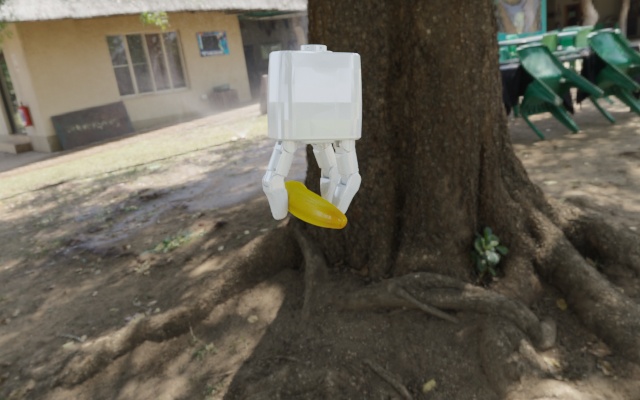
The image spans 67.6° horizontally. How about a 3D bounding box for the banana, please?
[{"bbox_3d":[-0.019,-0.001,0.637,0.069,0.037,0.197,7,10,-12],"label":"banana"}]
